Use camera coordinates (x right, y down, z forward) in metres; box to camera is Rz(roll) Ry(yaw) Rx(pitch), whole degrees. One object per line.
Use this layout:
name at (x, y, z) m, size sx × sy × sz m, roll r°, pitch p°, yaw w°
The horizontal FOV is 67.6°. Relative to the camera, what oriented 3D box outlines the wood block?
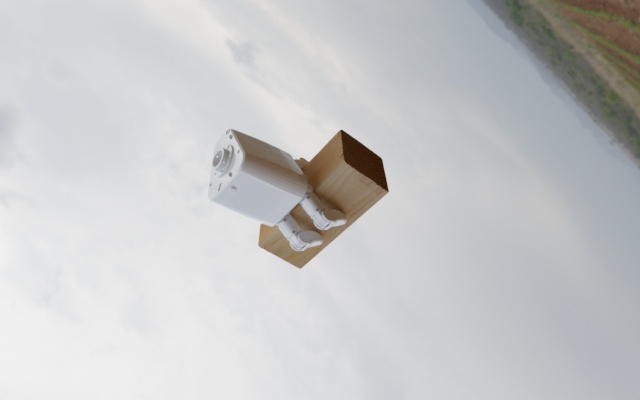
wood block at (0.000, 0.002, 0.748) m, size 0.090 × 0.090 × 0.206 m, roll 32°, pitch -58°, yaw -25°
